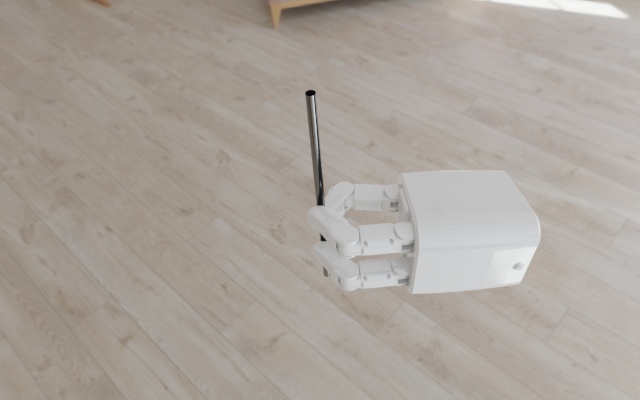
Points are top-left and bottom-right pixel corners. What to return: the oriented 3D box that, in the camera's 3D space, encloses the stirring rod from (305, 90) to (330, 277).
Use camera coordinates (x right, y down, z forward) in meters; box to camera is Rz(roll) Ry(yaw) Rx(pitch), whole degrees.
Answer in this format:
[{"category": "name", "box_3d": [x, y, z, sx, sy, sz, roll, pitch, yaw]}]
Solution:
[{"category": "stirring rod", "box_3d": [0.000, 0.001, 0.438, 0.011, 0.011, 0.240, 0, -41, 5]}]
